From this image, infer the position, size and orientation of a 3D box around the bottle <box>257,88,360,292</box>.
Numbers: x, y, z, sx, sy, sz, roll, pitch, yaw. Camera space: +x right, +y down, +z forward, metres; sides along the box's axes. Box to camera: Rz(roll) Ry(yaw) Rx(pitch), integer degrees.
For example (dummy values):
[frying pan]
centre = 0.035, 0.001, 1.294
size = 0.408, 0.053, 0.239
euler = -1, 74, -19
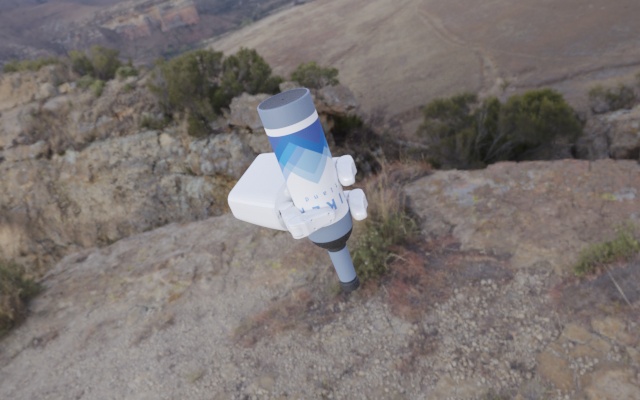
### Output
[bottle]
centre = 0.000, 0.002, 0.636
size = 0.069, 0.296, 0.069
euler = -16, 27, 8
